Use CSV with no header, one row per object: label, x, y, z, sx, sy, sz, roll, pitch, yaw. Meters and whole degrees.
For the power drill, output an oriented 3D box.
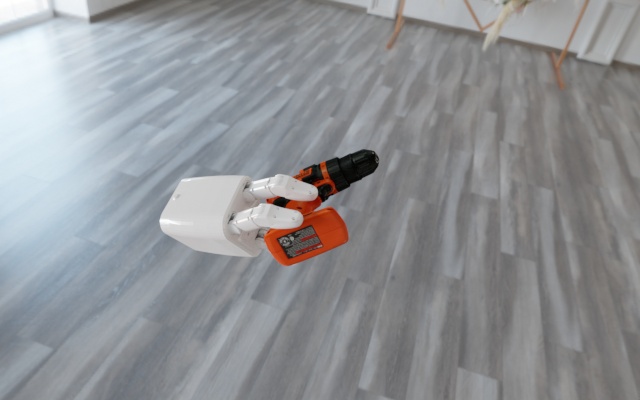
power drill,0.000,0.002,0.666,0.184,0.057,0.187,-25,22,14
